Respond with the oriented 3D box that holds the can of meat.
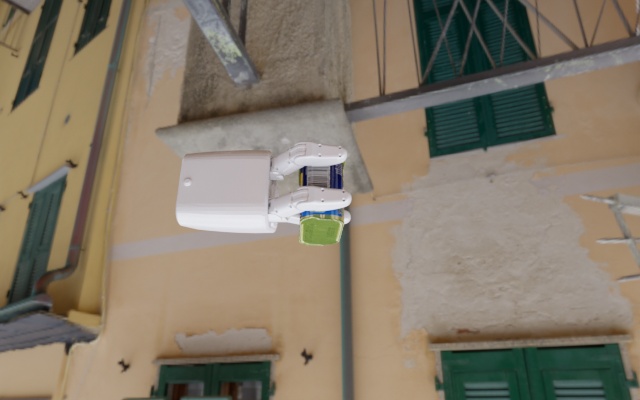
[{"bbox_3d":[0.000,0.002,0.589,0.057,0.084,0.102,2,-24,-2],"label":"can of meat"}]
